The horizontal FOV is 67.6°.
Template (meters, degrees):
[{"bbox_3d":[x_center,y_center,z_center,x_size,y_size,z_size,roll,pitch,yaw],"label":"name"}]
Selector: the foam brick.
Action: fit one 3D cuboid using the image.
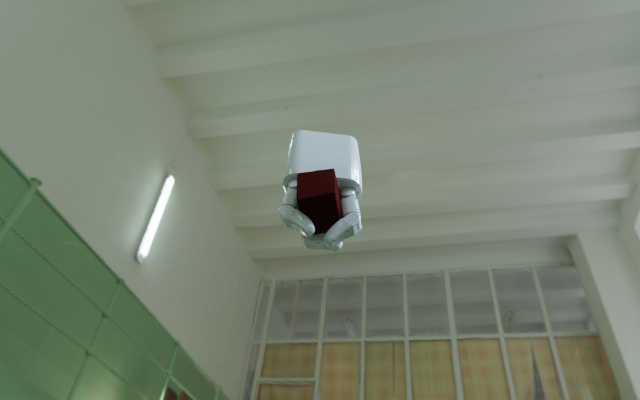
[{"bbox_3d":[0.000,0.002,0.656,0.053,0.051,0.078,-7,-43,7],"label":"foam brick"}]
